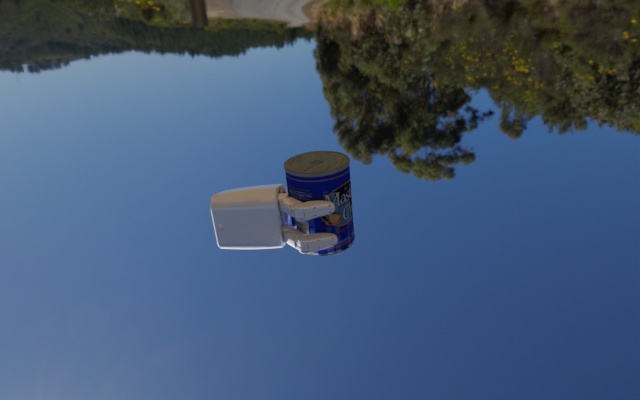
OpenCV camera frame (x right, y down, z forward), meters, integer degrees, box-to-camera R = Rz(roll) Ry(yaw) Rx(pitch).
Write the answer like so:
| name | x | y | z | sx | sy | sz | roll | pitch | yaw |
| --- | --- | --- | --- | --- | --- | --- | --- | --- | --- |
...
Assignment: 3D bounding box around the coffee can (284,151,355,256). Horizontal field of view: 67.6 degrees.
| name | x | y | z | sx | sy | sz | roll | pitch | yaw |
| --- | --- | --- | --- | --- | --- | --- | --- | --- | --- |
| coffee can | 0.000 | 0.002 | 0.767 | 0.103 | 0.140 | 0.102 | -5 | 24 | 2 |
